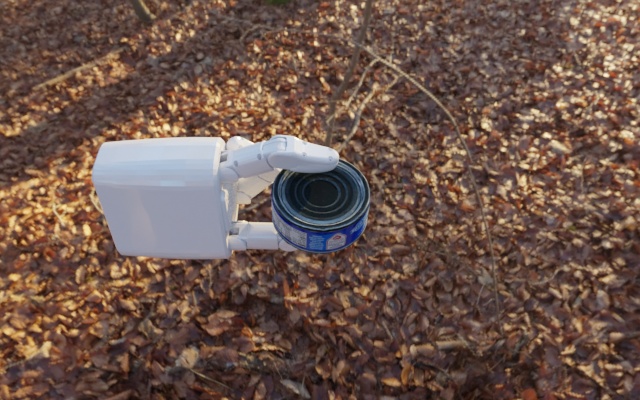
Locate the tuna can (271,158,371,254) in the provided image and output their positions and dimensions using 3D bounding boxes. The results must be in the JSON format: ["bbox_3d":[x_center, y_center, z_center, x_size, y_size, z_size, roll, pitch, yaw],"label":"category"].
[{"bbox_3d":[0.000,0.001,0.413,0.086,0.086,0.034,0,-39,-3],"label":"tuna can"}]
